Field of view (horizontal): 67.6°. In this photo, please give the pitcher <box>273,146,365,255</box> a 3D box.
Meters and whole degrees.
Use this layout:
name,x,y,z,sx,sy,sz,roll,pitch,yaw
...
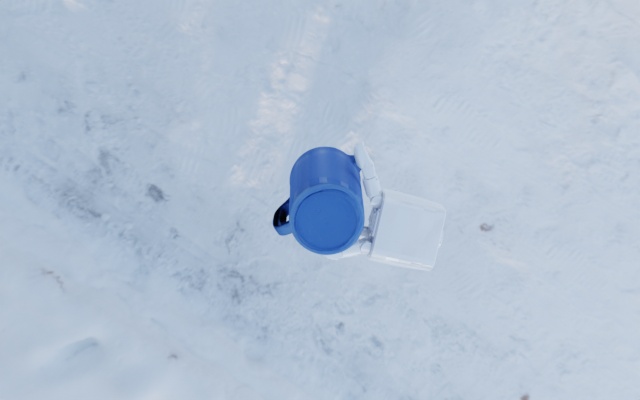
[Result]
name,x,y,z,sx,sy,sz,roll,pitch,yaw
pitcher,0.000,0.003,0.781,0.145,0.149,0.242,12,16,-3
